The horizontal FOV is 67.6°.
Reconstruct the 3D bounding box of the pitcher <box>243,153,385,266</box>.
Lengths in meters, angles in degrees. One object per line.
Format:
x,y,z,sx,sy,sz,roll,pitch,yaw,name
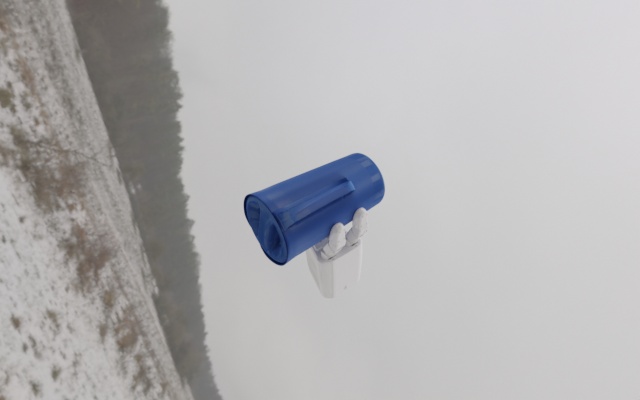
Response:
0.000,0.003,0.844,0.243,0.145,0.149,-27,43,-28,pitcher
